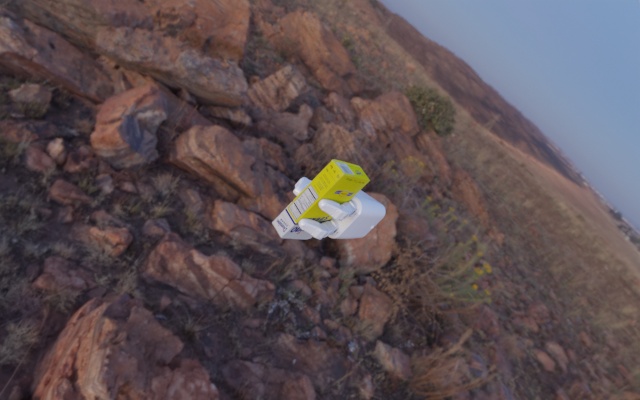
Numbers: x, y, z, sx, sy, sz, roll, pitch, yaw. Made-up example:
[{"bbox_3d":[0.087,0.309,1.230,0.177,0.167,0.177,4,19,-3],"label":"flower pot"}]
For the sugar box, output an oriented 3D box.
[{"bbox_3d":[0.001,0.003,0.885,0.176,0.048,0.093,-48,-30,23],"label":"sugar box"}]
